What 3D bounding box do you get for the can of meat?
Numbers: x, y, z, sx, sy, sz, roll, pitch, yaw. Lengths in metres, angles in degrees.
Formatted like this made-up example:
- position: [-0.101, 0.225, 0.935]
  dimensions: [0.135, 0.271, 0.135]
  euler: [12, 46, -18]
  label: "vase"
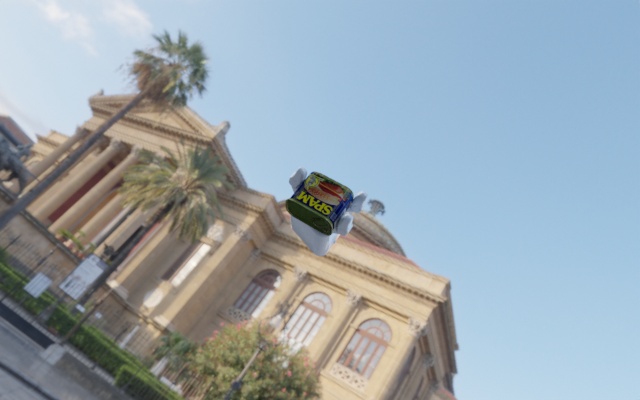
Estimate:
- position: [0.000, 0.003, 0.890]
  dimensions: [0.102, 0.084, 0.057]
  euler: [29, -29, 16]
  label: "can of meat"
